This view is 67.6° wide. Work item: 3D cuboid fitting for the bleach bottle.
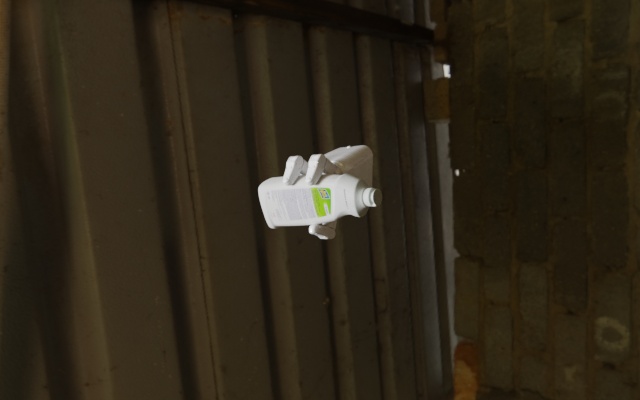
[{"bbox_3d":[0.000,0.003,0.868,0.251,0.102,0.068,0,24,40],"label":"bleach bottle"}]
